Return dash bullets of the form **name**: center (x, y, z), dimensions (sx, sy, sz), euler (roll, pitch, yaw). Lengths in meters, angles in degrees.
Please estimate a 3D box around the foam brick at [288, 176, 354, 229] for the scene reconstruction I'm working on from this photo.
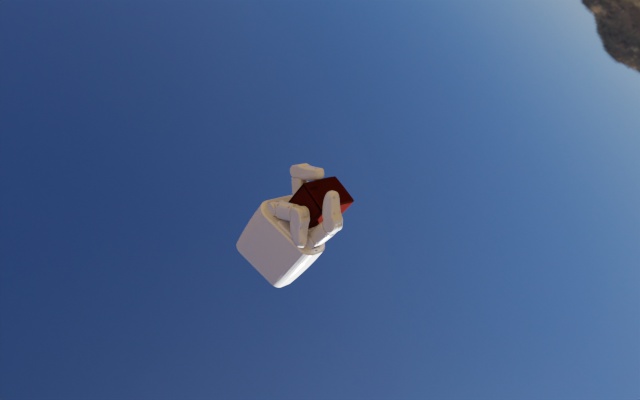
- **foam brick**: center (0.000, 0.002, 0.731), dimensions (0.078, 0.053, 0.051), euler (-14, -28, -46)
